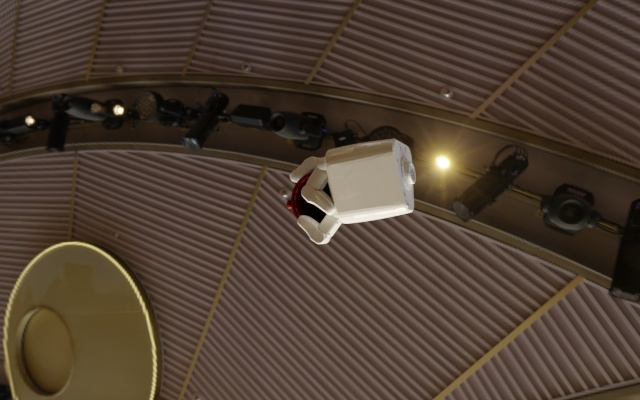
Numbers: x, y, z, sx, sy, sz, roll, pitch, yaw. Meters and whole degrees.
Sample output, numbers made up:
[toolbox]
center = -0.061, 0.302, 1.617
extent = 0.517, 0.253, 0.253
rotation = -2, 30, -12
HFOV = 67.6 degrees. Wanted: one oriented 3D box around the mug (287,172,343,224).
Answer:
[mug]
center = -0.001, 0.003, 0.805
extent = 0.117, 0.093, 0.081
rotation = -9, -5, 26
